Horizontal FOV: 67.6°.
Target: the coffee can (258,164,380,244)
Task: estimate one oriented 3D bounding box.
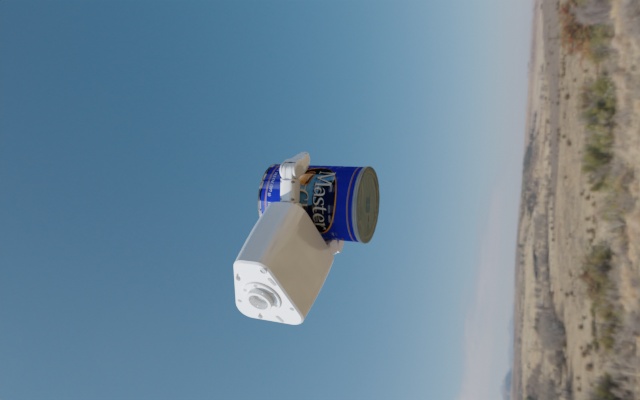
[{"bbox_3d":[0.000,0.002,0.658,0.140,0.103,0.103,4,1,22],"label":"coffee can"}]
